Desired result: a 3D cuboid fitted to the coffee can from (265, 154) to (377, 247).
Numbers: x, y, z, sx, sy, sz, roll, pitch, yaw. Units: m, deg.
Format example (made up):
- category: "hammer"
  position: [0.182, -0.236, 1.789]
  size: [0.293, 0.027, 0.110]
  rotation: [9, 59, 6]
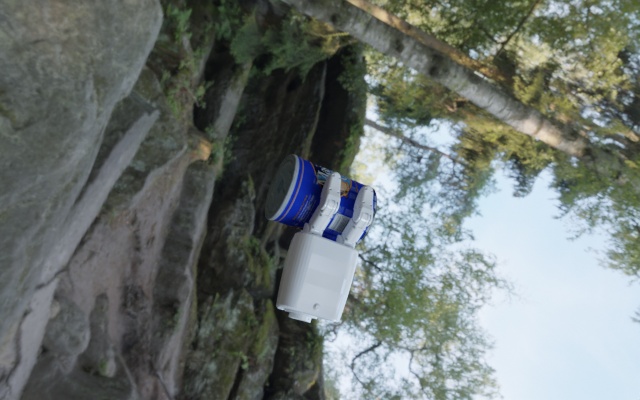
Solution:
- category: "coffee can"
  position: [0.000, 0.002, 0.726]
  size: [0.140, 0.103, 0.103]
  rotation: [21, -8, -21]
